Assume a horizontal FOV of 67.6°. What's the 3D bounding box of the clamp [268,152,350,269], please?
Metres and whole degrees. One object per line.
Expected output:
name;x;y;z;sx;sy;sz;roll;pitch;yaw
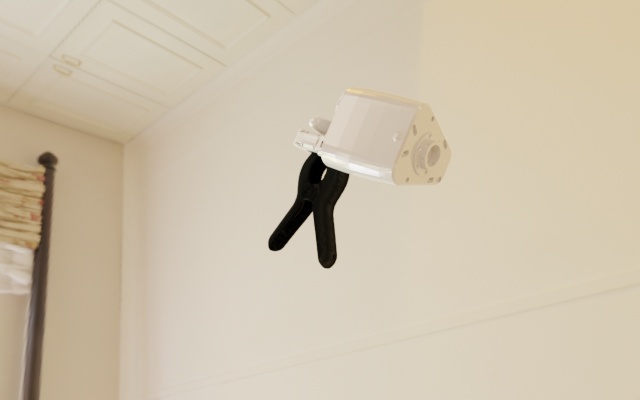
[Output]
clamp;0.000;0.002;0.602;0.120;0.171;0.039;23;2;42
